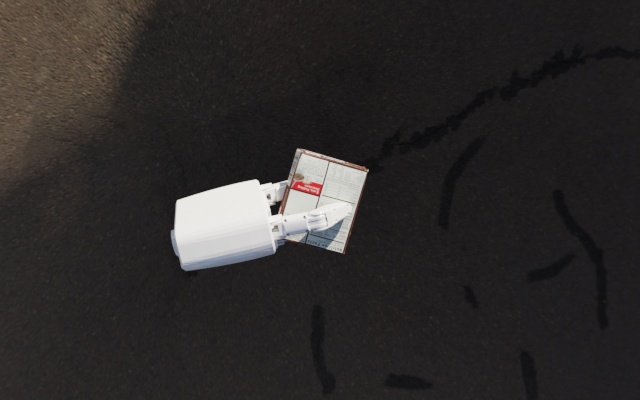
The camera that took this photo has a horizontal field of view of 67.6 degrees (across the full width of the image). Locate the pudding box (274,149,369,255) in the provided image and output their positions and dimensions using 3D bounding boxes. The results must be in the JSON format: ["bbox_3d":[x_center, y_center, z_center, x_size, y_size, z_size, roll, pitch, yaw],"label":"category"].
[{"bbox_3d":[0.000,0.002,0.590,0.090,0.113,0.039,15,8,-11],"label":"pudding box"}]
